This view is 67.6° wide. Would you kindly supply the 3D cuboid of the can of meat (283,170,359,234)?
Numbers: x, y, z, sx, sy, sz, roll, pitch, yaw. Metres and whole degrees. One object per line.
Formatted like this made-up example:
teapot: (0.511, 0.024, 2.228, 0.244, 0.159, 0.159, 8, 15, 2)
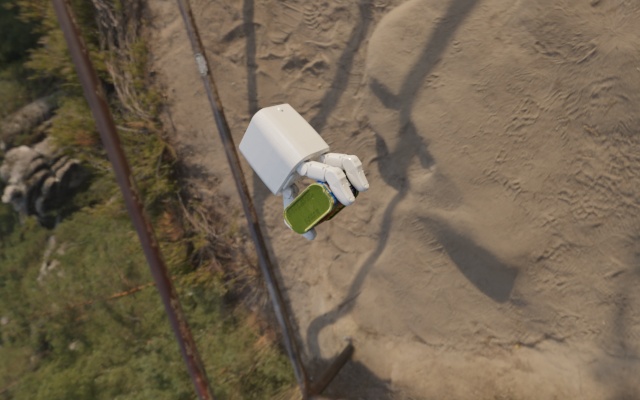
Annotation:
can of meat: (0.000, 0.003, 0.759, 0.102, 0.057, 0.084, -42, -8, 35)
